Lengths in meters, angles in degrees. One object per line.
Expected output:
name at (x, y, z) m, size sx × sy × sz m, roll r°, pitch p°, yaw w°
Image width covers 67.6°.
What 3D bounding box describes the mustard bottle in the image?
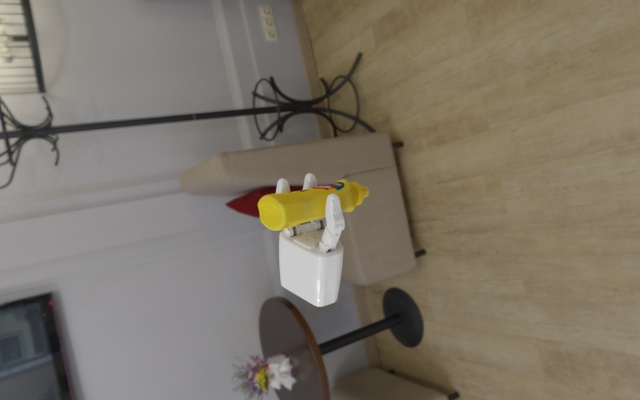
mustard bottle at (0.000, 0.002, 0.796) m, size 0.191 × 0.058 × 0.096 m, roll -12°, pitch 6°, yaw -30°
